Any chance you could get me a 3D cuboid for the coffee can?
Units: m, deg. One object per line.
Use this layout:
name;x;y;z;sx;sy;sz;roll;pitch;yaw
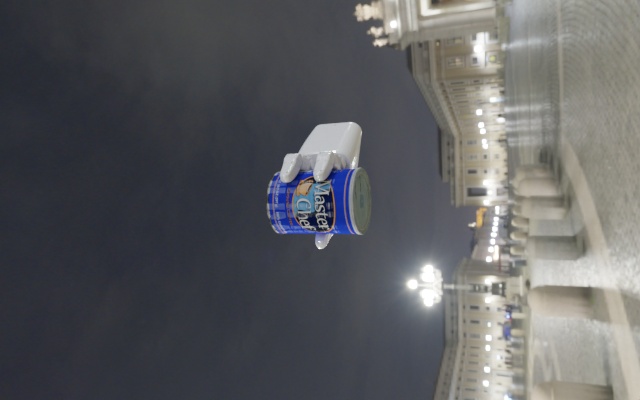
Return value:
coffee can;0.000;0.003;0.755;0.140;0.103;0.103;-1;-1;21
